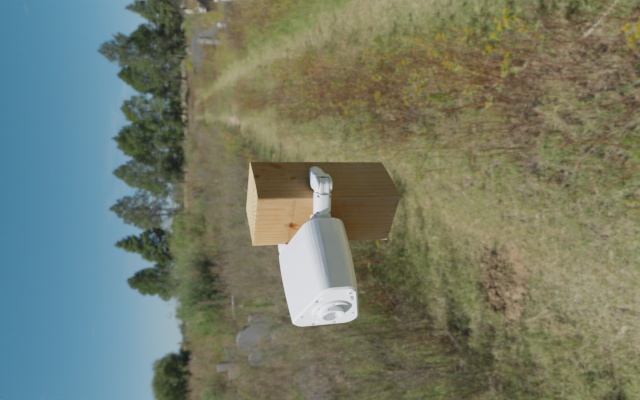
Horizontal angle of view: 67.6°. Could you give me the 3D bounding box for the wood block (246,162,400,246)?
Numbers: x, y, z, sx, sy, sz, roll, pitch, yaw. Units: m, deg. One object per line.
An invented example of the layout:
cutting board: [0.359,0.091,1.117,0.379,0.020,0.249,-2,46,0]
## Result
wood block: [0.000,0.002,0.711,0.206,0.091,0.090,-1,38,-16]
